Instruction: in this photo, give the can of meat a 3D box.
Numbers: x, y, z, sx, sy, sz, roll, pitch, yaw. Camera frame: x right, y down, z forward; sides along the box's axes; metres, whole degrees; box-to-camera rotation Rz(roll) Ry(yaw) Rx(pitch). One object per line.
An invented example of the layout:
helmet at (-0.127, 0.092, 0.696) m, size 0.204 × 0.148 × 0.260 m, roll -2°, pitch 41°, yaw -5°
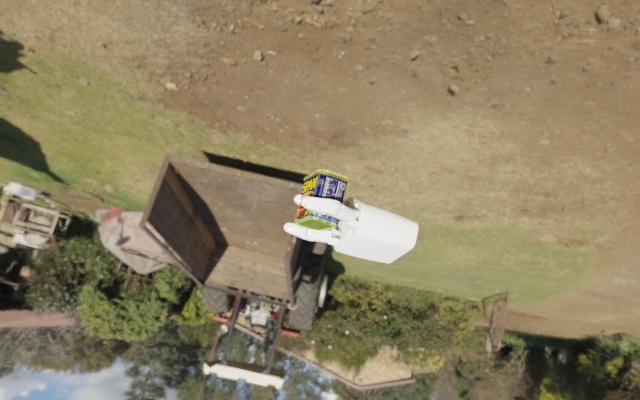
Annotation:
can of meat at (0.000, 0.003, 0.796) m, size 0.057 × 0.084 × 0.102 m, roll 18°, pitch -13°, yaw -18°
